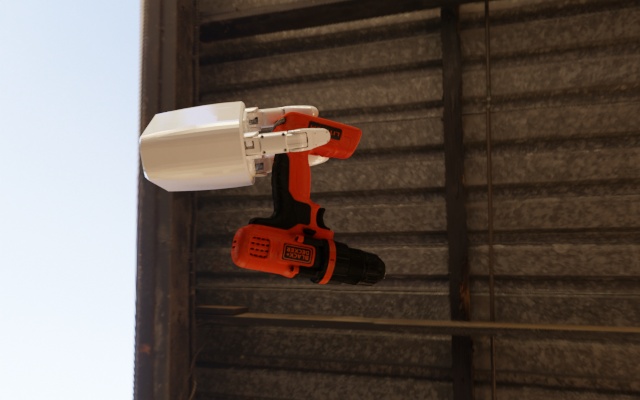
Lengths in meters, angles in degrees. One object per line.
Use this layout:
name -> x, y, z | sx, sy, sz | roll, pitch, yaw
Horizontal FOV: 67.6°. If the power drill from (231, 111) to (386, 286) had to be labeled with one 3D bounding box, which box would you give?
power drill -> 0.000, 0.001, 0.559 | 0.184, 0.187, 0.057 | 13, -15, -20
